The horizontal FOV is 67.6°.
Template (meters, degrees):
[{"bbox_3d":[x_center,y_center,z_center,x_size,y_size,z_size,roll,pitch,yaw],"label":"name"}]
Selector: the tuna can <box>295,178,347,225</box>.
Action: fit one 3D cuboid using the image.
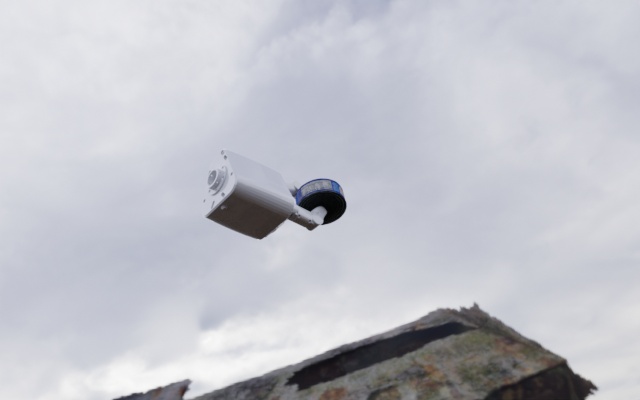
[{"bbox_3d":[0.000,0.002,0.817,0.086,0.033,0.086,-6,-43,-6],"label":"tuna can"}]
